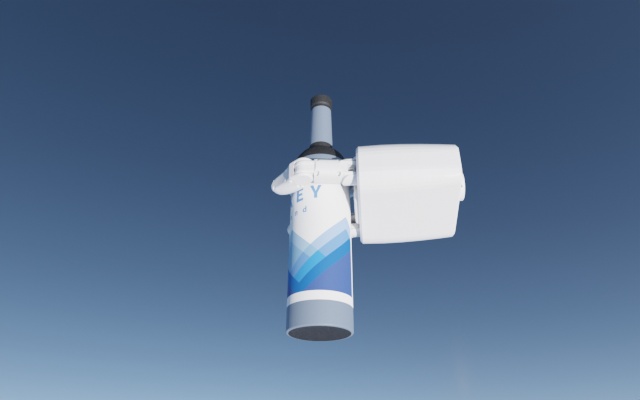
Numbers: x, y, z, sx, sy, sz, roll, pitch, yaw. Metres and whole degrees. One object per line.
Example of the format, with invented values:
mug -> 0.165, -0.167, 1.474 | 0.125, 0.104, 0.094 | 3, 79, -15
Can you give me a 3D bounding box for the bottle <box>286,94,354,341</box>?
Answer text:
bottle -> 0.000, 0.002, 0.537 | 0.069, 0.295, 0.069 | 0, -29, 0
